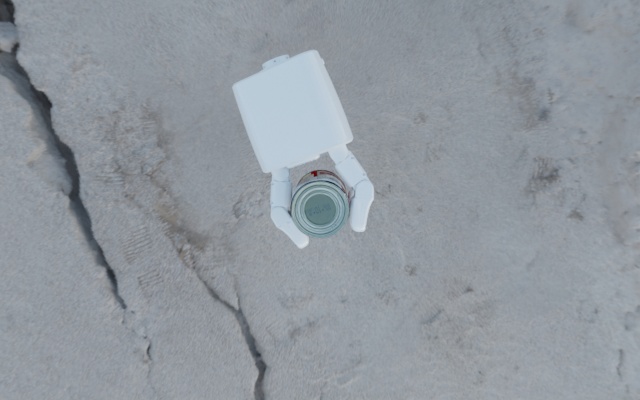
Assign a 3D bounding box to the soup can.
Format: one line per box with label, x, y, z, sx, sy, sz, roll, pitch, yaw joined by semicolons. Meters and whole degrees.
soup can;0.000;0.002;0.572;0.068;0.068;0.102;0;10;0
